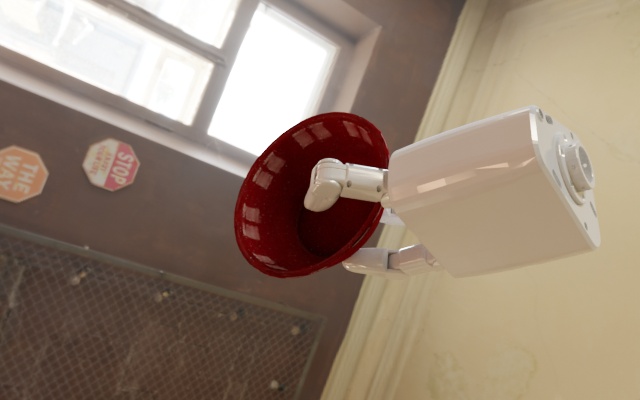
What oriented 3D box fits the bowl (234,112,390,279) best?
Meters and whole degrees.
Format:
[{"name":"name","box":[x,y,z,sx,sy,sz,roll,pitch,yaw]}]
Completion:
[{"name":"bowl","box":[-0.001,0.002,0.435,0.162,0.162,0.055,0,-26,36]}]
